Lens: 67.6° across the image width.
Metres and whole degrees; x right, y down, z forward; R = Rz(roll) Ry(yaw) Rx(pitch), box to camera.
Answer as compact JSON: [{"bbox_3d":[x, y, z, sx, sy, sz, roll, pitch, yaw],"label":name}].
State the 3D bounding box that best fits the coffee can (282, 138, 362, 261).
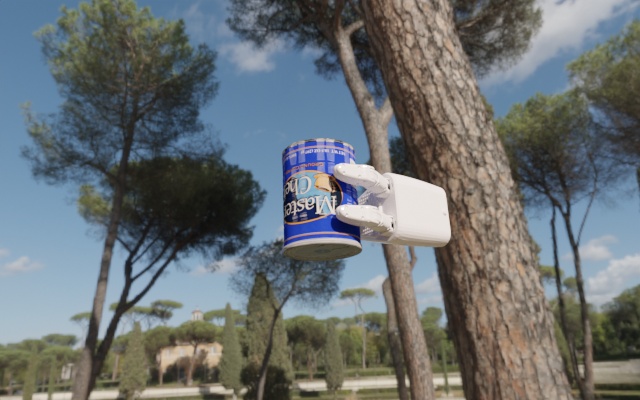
[{"bbox_3d":[0.000,0.002,0.641,0.103,0.140,0.103,-2,-19,-1],"label":"coffee can"}]
